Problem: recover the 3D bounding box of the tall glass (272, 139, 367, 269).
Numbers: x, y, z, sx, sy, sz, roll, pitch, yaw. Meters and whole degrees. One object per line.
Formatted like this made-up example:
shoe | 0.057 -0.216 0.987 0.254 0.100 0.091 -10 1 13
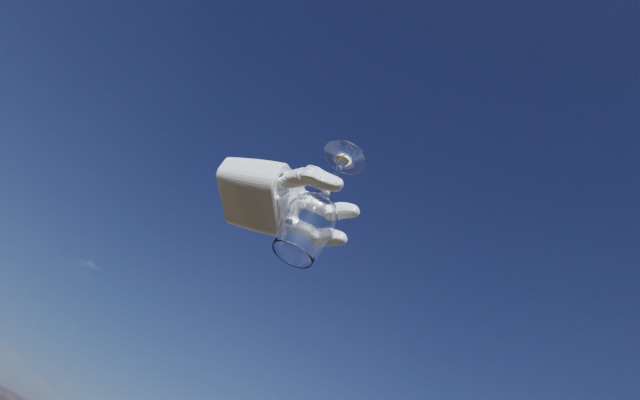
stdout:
tall glass | 0.000 0.002 0.705 0.079 0.201 0.079 18 -36 14
